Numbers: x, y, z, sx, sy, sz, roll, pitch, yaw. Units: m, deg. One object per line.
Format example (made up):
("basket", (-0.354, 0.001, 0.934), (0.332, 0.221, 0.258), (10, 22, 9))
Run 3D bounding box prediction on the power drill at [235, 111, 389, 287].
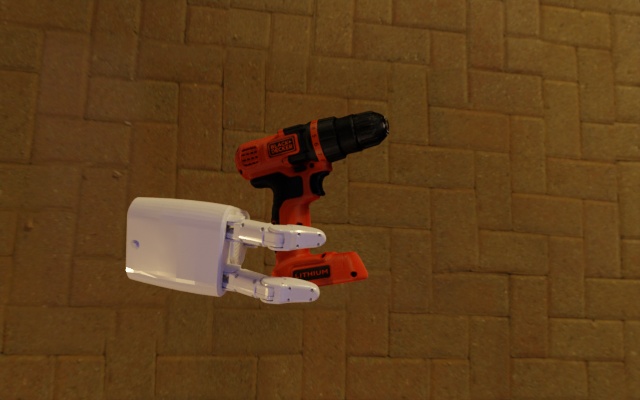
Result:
("power drill", (0.000, 0.002, 0.538), (0.184, 0.187, 0.057), (-13, -12, 18))
